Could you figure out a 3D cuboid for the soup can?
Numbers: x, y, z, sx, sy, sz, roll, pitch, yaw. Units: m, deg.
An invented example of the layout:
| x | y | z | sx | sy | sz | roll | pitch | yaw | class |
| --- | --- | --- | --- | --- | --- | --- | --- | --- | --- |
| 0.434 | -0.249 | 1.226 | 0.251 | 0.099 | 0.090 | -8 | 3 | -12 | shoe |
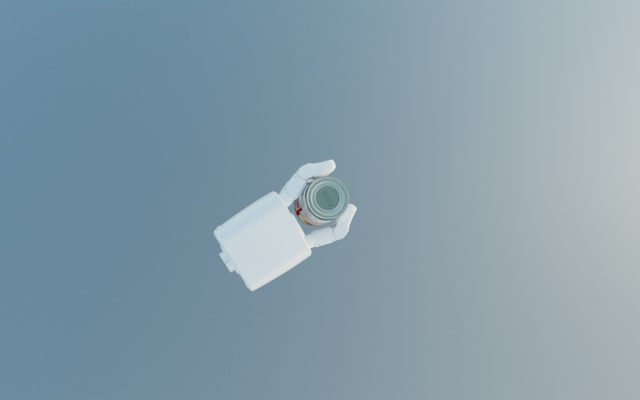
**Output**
| x | y | z | sx | sy | sz | roll | pitch | yaw | class |
| --- | --- | --- | --- | --- | --- | --- | --- | --- | --- |
| 0.001 | 0.002 | 0.742 | 0.068 | 0.068 | 0.102 | 0 | -7 | -12 | soup can |
